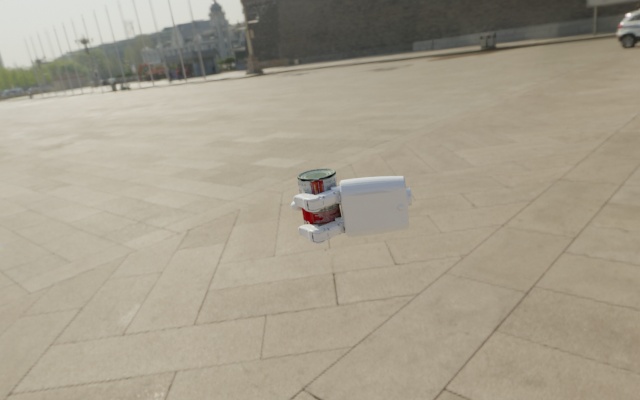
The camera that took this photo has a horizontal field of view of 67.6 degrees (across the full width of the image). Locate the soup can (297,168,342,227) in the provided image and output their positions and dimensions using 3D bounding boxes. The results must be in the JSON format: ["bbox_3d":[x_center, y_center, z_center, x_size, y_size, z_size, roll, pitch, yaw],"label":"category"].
[{"bbox_3d":[0.000,0.002,0.817,0.068,0.102,0.068,-8,17,2],"label":"soup can"}]
